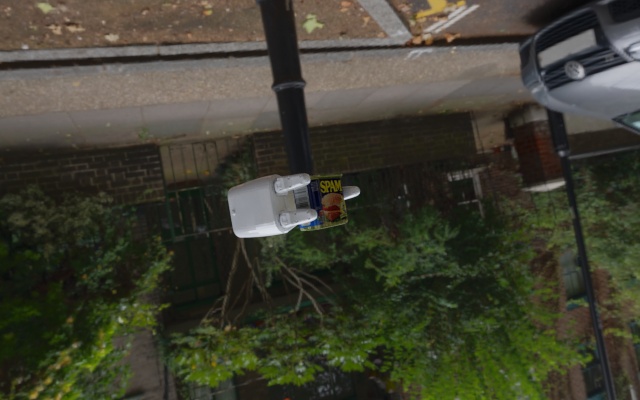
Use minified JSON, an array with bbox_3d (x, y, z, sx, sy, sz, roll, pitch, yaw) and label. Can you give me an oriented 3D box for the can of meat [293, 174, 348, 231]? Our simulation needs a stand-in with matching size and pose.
[{"bbox_3d":[0.000,0.003,0.783,0.057,0.084,0.102,-10,-2,31],"label":"can of meat"}]
